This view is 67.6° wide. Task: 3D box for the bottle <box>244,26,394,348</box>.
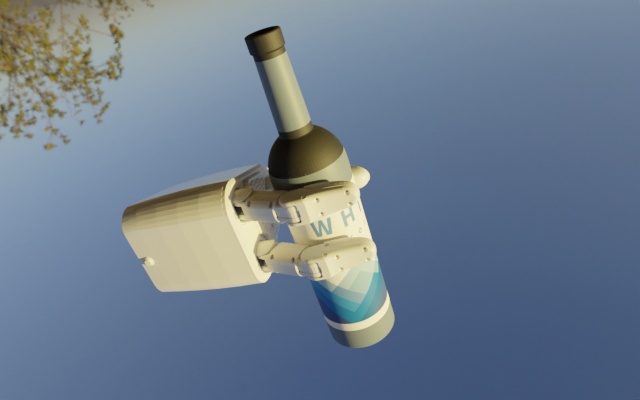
[{"bbox_3d":[0.000,0.002,0.412,0.069,0.296,0.069,-14,29,8],"label":"bottle"}]
